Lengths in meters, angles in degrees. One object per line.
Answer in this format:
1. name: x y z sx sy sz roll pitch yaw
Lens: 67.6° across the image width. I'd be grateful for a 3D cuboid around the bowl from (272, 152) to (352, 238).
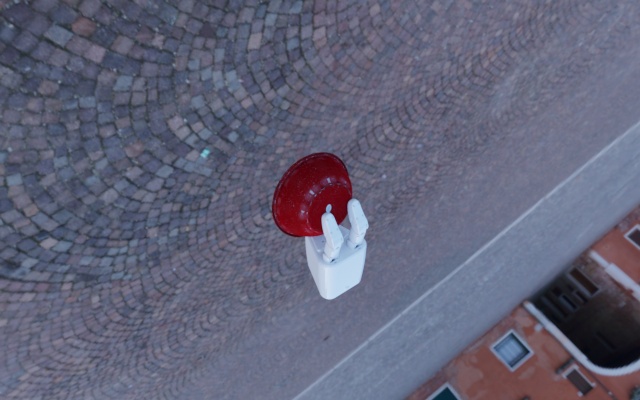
1. bowl: 0.000 0.002 0.805 0.162 0.162 0.055 0 25 -40
